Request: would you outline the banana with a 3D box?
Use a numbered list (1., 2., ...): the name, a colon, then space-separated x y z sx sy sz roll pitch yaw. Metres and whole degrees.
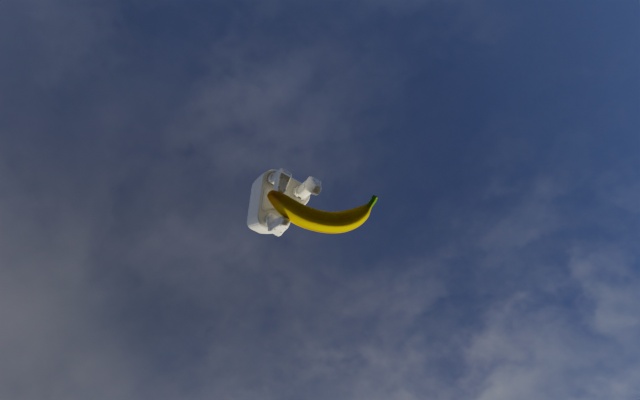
1. banana: 0.003 0.021 0.822 0.198 0.069 0.037 2 -4 -20
